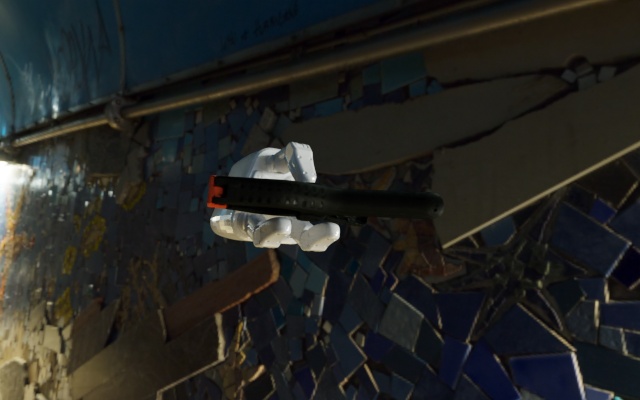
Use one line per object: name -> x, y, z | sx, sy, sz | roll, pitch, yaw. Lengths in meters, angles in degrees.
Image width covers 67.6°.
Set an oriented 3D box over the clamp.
clamp -> 0.000, 0.001, 0.464 | 0.210, 0.036, 0.164 | 8, -10, -27
